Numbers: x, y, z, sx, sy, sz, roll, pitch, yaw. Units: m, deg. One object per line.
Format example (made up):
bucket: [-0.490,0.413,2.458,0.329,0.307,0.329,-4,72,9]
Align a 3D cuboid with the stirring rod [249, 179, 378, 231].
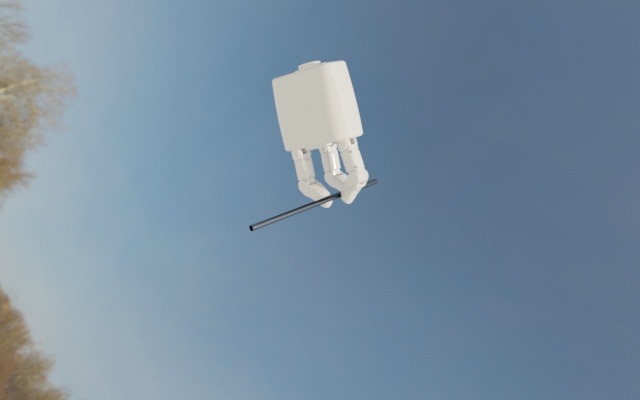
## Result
stirring rod: [0.000,0.002,0.673,0.239,0.011,0.011,-21,13,-40]
